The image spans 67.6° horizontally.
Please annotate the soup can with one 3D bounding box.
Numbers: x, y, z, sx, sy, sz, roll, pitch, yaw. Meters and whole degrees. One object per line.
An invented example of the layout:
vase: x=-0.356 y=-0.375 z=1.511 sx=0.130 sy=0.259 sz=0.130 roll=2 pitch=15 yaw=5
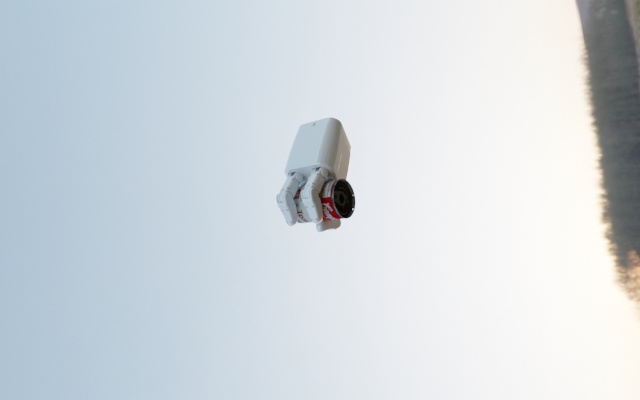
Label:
soup can: x=0.000 y=0.003 z=0.832 sx=0.102 sy=0.068 sz=0.068 roll=-8 pitch=-5 yaw=35
